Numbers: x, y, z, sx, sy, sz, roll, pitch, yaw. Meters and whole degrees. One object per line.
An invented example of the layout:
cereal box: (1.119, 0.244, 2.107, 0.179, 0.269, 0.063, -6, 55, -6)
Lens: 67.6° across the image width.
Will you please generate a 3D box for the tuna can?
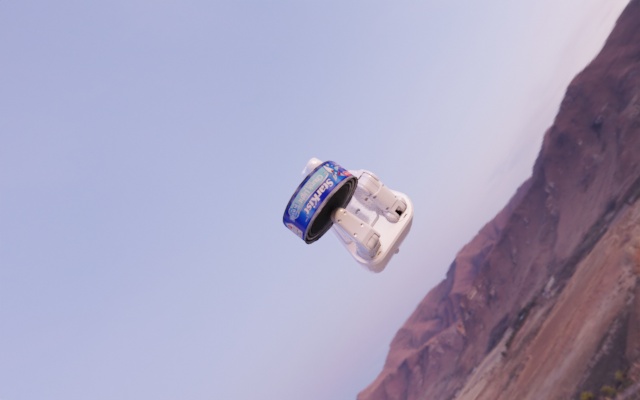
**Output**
tuna can: (0.000, 0.001, 0.493, 0.033, 0.086, 0.086, 37, 11, 15)
